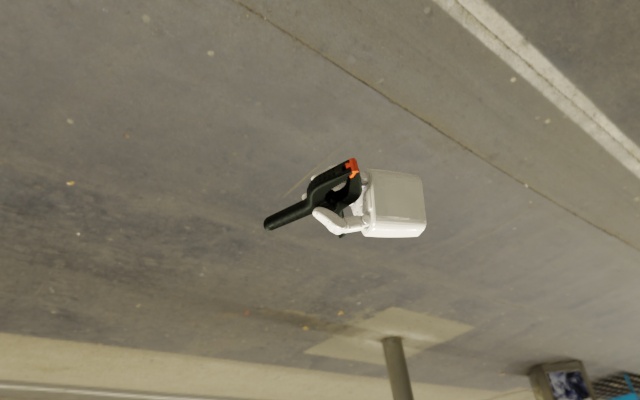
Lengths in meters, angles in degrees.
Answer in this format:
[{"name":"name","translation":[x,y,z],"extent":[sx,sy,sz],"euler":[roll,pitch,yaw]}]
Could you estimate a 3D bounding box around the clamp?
[{"name":"clamp","translation":[0.001,0.003,0.816],"extent":[0.164,0.036,0.210],"euler":[2,-36,-21]}]
